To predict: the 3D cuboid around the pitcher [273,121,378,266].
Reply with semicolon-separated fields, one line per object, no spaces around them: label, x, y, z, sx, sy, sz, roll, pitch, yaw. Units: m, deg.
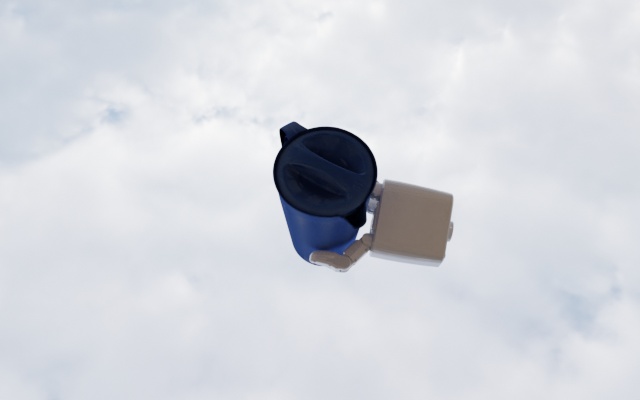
pitcher;0.000;0.002;0.709;0.145;0.149;0.243;10;-26;4
